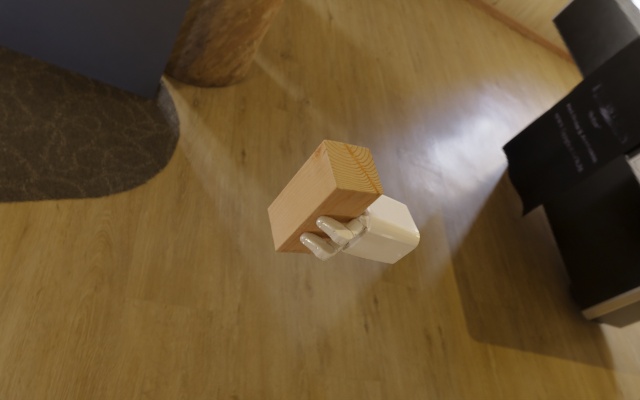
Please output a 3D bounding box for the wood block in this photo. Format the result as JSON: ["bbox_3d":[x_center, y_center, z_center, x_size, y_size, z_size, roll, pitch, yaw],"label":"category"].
[{"bbox_3d":[0.000,0.002,0.793,0.090,0.090,0.206,7,-35,-32],"label":"wood block"}]
